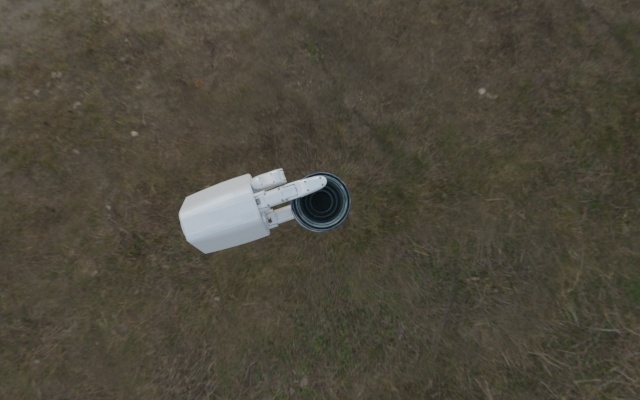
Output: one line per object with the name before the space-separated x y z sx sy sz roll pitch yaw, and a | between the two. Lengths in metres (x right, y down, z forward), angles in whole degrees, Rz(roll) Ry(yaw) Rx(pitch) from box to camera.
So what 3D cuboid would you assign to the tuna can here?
tuna can | 0.000 0.002 0.683 0.086 0.086 0.034 0 -4 -5
